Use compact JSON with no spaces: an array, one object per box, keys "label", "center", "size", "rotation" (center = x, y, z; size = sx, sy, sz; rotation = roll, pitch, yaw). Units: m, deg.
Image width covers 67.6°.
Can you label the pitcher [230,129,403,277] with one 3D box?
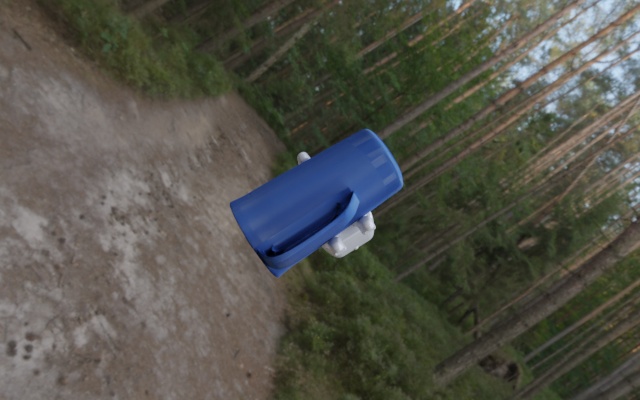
[{"label":"pitcher","center":[0.000,0.002,0.710],"size":[0.243,0.149,0.145],"rotation":[-32,-21,-1]}]
